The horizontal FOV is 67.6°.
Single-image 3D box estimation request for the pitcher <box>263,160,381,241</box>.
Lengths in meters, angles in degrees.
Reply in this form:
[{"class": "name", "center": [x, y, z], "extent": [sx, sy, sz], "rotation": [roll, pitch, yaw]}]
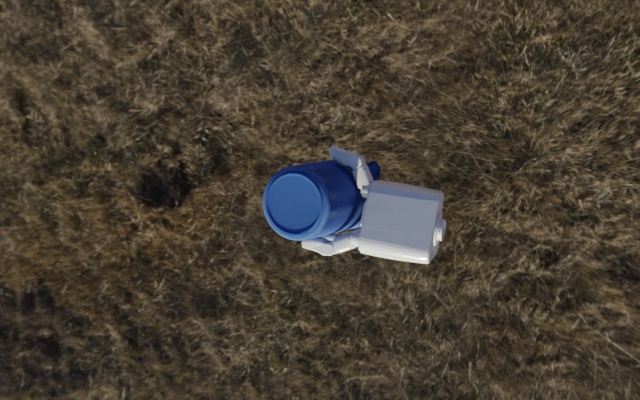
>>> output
[{"class": "pitcher", "center": [0.000, 0.003, 0.786], "extent": [0.145, 0.149, 0.243], "rotation": [9, 8, 22]}]
